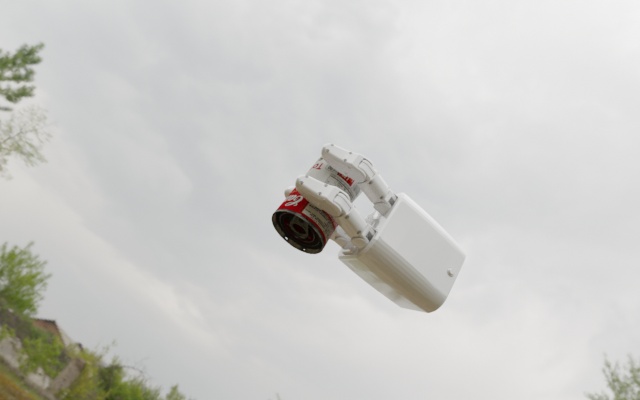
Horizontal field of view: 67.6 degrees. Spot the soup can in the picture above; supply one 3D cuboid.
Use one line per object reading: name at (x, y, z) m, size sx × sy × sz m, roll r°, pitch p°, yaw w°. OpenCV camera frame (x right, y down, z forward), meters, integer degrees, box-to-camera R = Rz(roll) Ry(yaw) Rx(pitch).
soup can at (0.000, 0.001, 0.551) m, size 0.068 × 0.068 × 0.102 m, roll 0°, pitch 43°, yaw 45°
